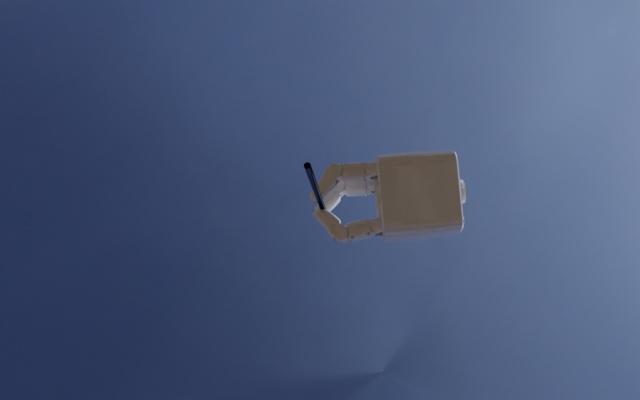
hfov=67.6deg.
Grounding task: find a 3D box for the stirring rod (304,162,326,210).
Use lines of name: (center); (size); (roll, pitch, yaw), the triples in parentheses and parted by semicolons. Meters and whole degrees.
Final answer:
stirring rod: (0.000, 0.002, 0.635); (0.011, 0.011, 0.240); (0, -20, 7)
